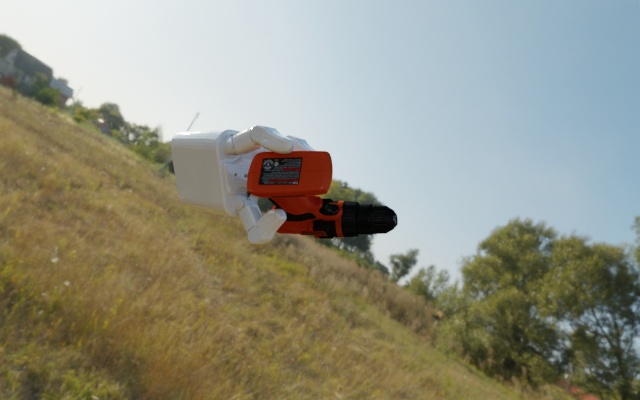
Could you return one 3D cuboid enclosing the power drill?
[{"bbox_3d":[0.000,0.002,0.622,0.184,0.057,0.188,-2,-24,15],"label":"power drill"}]
